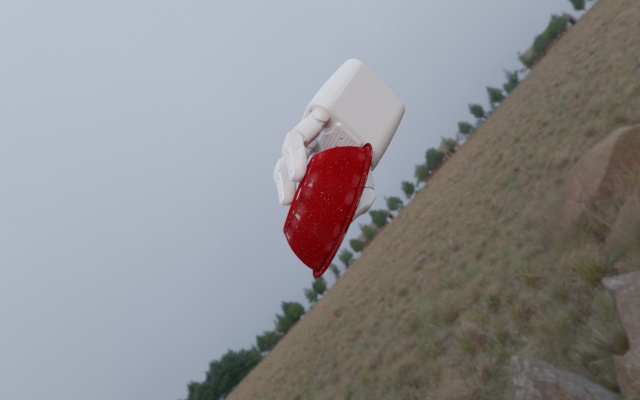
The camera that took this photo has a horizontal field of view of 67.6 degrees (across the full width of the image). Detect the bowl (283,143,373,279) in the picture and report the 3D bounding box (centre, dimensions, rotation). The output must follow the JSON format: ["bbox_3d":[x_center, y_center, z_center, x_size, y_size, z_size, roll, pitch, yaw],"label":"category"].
[{"bbox_3d":[-0.001,0.002,0.529,0.055,0.162,0.162,22,-3,-6],"label":"bowl"}]
